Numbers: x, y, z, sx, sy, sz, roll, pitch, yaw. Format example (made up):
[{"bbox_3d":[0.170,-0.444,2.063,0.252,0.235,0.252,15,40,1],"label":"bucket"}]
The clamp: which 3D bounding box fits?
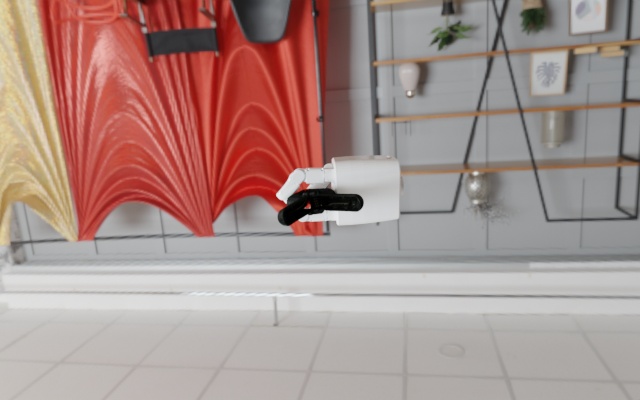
[{"bbox_3d":[0.000,0.003,0.721,0.120,0.039,0.171,-4,12,0],"label":"clamp"}]
